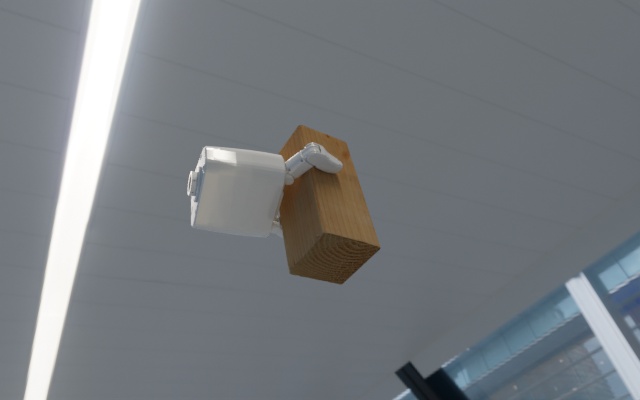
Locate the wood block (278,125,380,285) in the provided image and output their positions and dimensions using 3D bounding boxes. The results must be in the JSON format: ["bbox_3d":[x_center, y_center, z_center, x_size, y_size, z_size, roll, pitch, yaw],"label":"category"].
[{"bbox_3d":[0.000,0.002,0.674,0.090,0.206,0.091,17,-50,-30],"label":"wood block"}]
